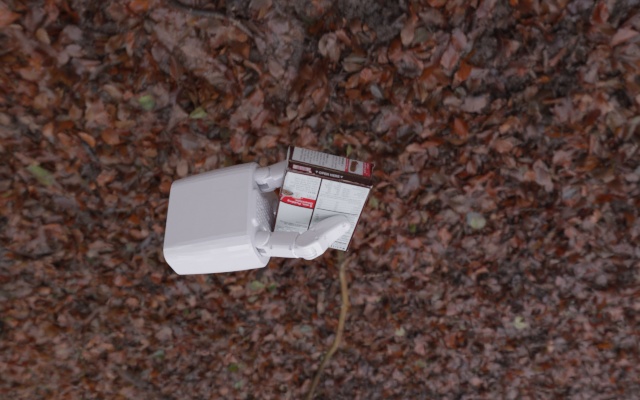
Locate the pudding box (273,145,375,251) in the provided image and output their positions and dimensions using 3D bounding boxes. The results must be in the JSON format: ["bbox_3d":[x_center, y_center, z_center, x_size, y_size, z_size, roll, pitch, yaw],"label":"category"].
[{"bbox_3d":[0.000,0.002,0.510,0.090,0.039,0.114,11,-42,-5],"label":"pudding box"}]
